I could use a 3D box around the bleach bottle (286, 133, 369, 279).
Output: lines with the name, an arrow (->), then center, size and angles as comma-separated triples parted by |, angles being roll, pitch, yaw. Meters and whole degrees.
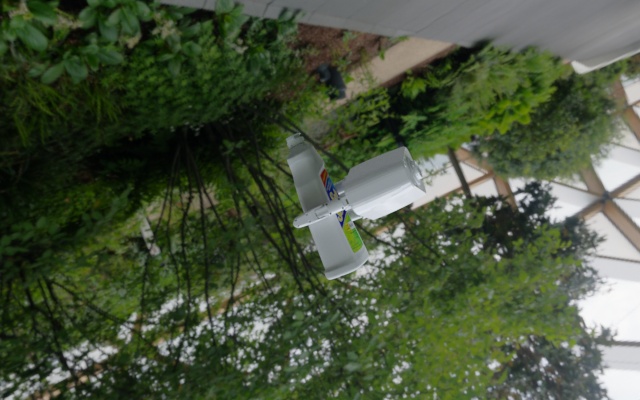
bleach bottle -> 0.000, 0.003, 0.827 | 0.068, 0.251, 0.102 | -24, -1, 21
